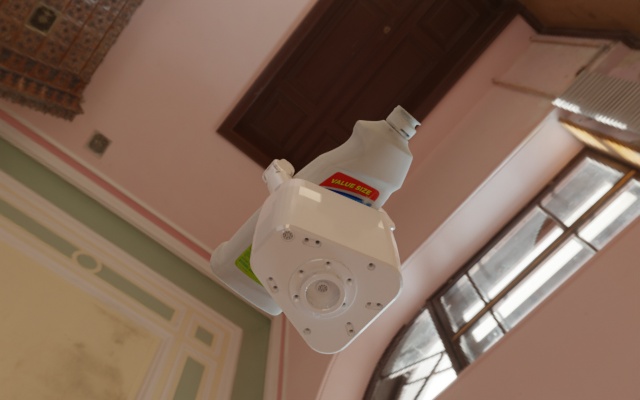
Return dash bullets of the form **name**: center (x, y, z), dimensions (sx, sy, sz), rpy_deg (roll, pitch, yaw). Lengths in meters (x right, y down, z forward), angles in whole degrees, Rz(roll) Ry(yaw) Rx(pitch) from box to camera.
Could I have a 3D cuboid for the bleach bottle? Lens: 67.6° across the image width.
- **bleach bottle**: center (0.000, 0.002, 0.495), dimensions (0.102, 0.251, 0.068), rpy_deg (39, 15, -12)
